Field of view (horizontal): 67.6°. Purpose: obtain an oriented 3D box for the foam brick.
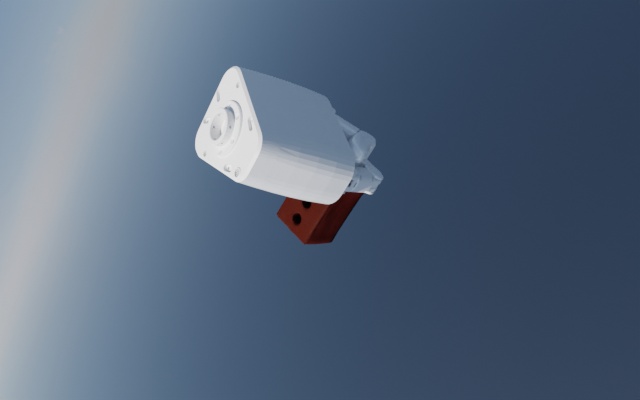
[{"bbox_3d":[0.000,0.002,0.513,0.053,0.078,0.051,44,25,28],"label":"foam brick"}]
